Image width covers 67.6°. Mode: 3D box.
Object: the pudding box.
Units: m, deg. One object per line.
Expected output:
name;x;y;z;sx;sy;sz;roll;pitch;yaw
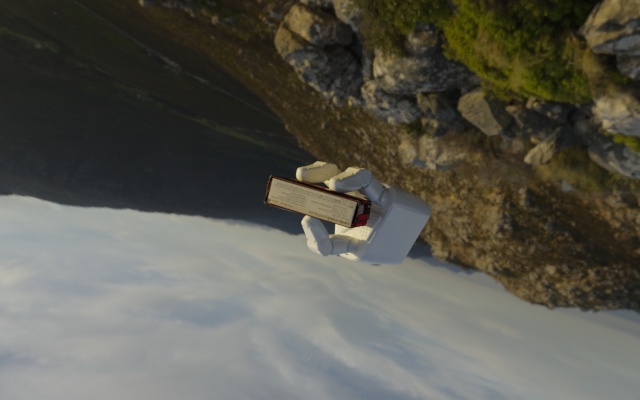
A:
pudding box;0.000;0.002;0.583;0.113;0.039;0.090;14;2;15
